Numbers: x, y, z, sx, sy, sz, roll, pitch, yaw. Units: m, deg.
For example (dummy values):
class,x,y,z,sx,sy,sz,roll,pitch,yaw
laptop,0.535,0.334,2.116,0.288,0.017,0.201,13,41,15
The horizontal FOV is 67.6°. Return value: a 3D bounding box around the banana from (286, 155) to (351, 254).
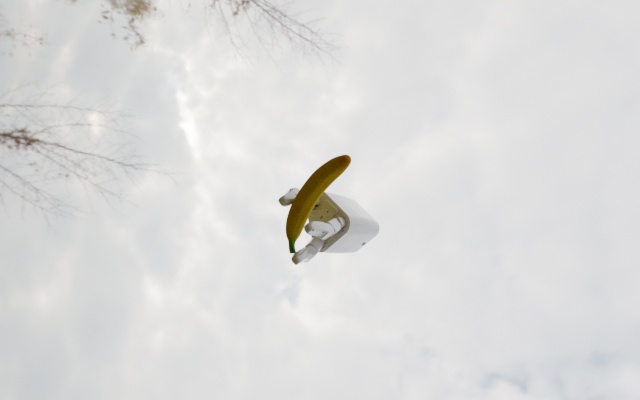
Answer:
class,x,y,z,sx,sy,sz,roll,pitch,yaw
banana,-0.012,-0.004,0.833,0.037,0.198,0.069,14,21,-45
